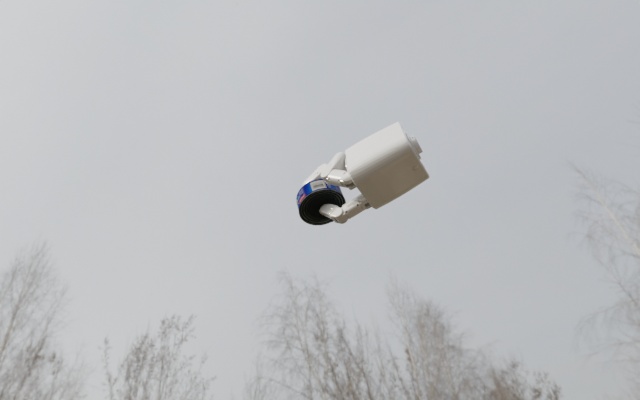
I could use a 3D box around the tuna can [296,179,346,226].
[{"bbox_3d":[0.000,0.002,0.854,0.086,0.086,0.033,0,41,-17],"label":"tuna can"}]
